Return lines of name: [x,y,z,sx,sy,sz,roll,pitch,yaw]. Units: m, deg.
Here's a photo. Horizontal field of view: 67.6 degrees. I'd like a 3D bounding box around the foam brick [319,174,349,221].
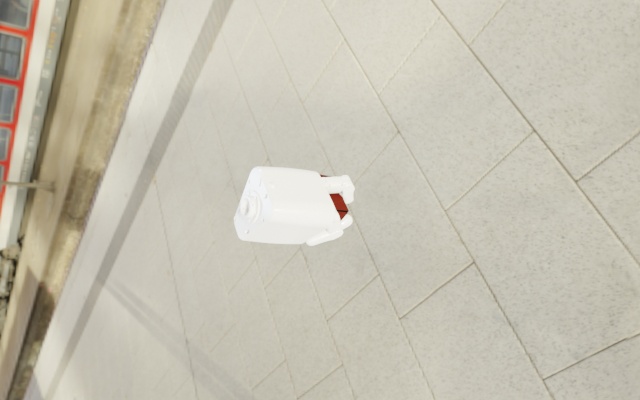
foam brick: [0.000,0.002,0.769,0.051,0.078,0.053,5,-44,-36]
